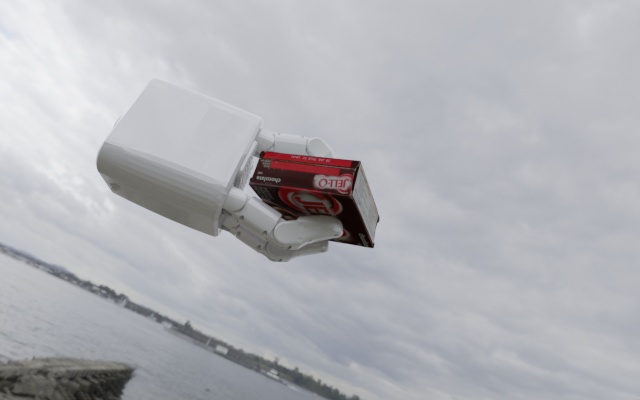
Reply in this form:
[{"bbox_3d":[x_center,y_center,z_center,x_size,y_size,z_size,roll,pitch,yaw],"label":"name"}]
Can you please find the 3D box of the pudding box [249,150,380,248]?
[{"bbox_3d":[0.000,0.001,0.427,0.090,0.039,0.113,9,-21,20],"label":"pudding box"}]
